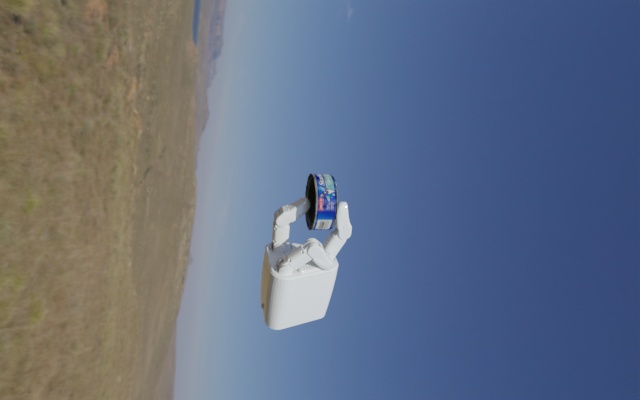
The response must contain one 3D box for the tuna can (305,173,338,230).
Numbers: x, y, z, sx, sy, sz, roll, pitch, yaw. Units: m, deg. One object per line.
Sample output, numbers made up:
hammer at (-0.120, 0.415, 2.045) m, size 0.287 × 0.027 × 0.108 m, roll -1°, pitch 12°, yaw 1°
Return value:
tuna can at (0.001, 0.002, 0.723) m, size 0.034 × 0.086 × 0.086 m, roll 1°, pitch 0°, yaw -12°
